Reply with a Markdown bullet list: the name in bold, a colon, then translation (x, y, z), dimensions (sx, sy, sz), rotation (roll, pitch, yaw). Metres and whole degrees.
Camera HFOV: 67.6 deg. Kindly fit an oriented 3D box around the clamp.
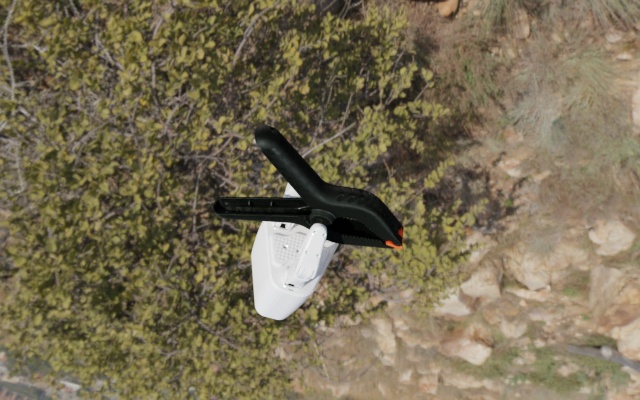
- **clamp**: translation (0.000, 0.003, 0.497), dimensions (0.210, 0.036, 0.165), rotation (18, -32, -11)
